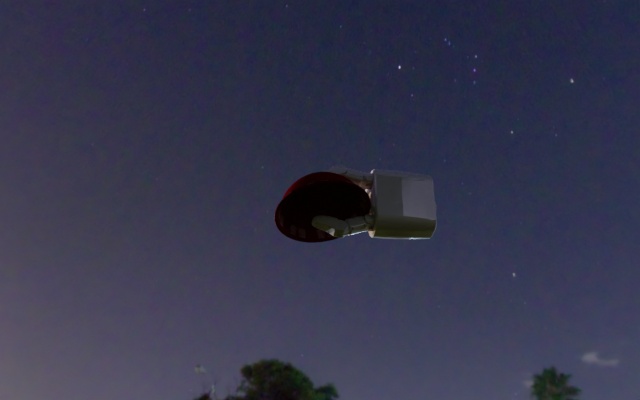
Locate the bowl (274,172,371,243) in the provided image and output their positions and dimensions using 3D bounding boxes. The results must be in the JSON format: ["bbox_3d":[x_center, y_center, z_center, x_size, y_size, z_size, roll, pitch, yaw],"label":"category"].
[{"bbox_3d":[-0.001,0.002,0.800,0.162,0.055,0.162,-8,-39,-6],"label":"bowl"}]
